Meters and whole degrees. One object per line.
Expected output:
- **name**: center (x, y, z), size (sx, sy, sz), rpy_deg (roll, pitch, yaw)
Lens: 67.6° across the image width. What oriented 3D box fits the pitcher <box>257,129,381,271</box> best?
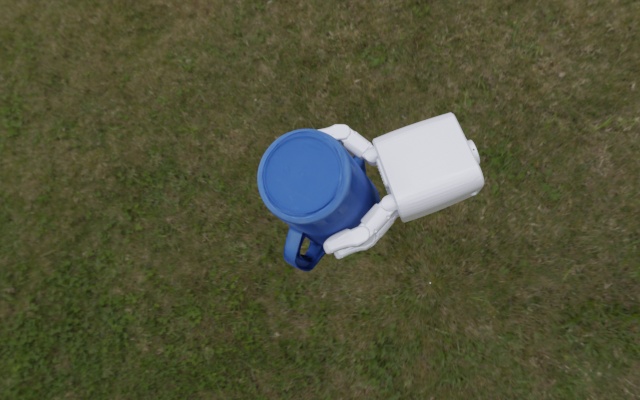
- **pitcher**: center (0.000, 0.002, 0.630), size (0.145, 0.149, 0.243), rpy_deg (-19, -13, 8)
